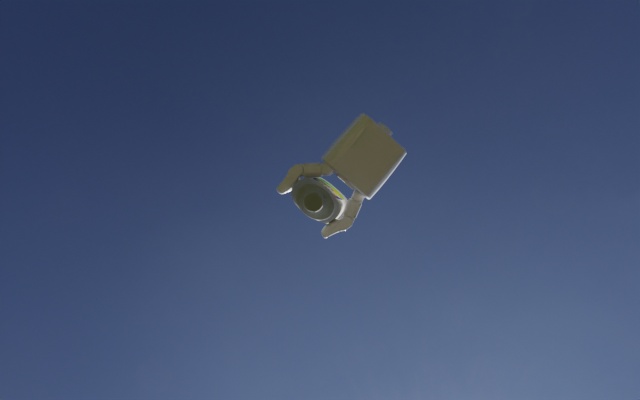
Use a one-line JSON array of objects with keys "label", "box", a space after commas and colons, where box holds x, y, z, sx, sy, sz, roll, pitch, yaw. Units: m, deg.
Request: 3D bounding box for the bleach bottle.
[{"label": "bleach bottle", "box": [0.000, 0.003, 0.837, 0.102, 0.068, 0.251, 41, 3, 0]}]
